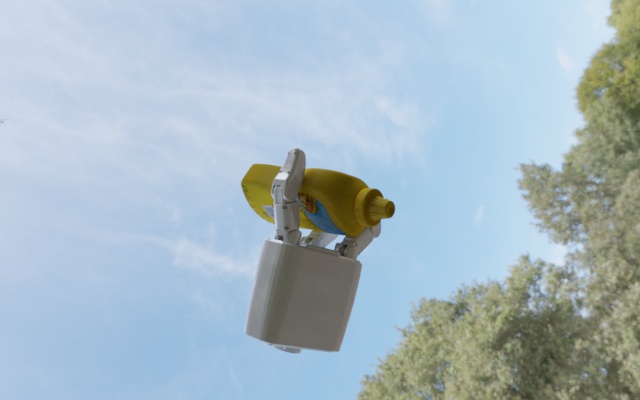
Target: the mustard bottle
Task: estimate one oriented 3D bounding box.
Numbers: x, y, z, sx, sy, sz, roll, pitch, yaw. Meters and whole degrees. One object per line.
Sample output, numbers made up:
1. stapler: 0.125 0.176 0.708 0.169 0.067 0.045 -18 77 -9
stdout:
1. mustard bottle: 0.000 0.001 0.549 0.191 0.058 0.096 7 -34 41
